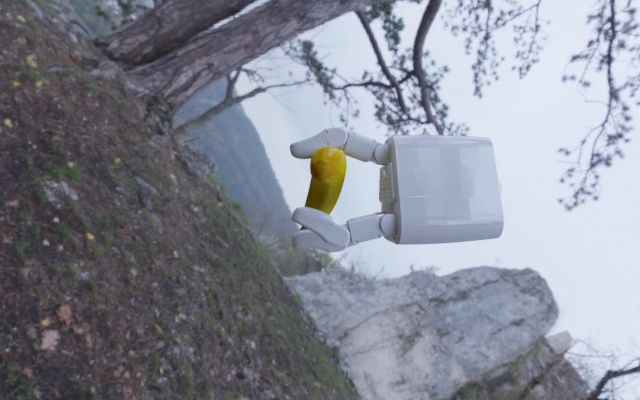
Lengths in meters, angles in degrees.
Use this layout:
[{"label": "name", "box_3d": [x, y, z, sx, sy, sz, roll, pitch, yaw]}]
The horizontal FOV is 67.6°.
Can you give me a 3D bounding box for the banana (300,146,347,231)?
[{"label": "banana", "box_3d": [0.004, -0.013, 0.497, 0.037, 0.069, 0.198, 15, -25, 1]}]
